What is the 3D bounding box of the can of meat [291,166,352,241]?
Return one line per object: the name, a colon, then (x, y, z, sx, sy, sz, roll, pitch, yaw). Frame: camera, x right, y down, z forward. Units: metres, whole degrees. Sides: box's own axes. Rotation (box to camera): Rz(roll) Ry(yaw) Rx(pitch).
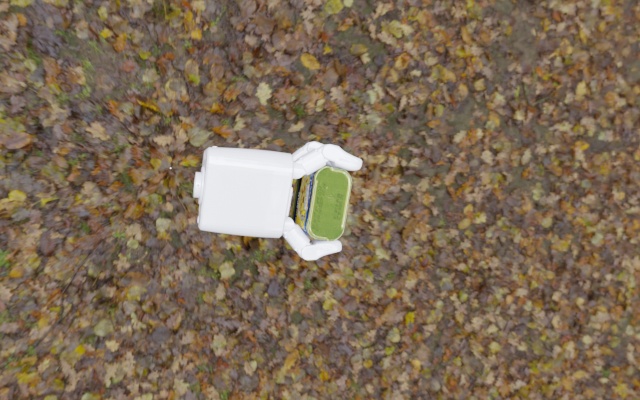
can of meat: (0.000, 0.002, 0.654, 0.057, 0.102, 0.084, 8, 1, -17)
